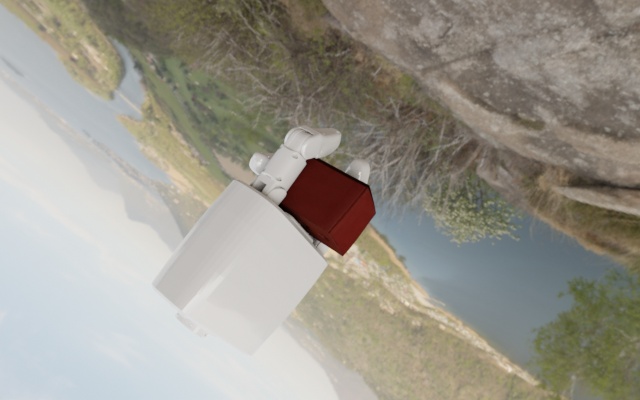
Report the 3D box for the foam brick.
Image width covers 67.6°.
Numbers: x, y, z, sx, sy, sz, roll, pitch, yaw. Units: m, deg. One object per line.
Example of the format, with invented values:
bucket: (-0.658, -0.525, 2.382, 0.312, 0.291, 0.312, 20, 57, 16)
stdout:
foam brick: (0.000, 0.001, 0.408, 0.078, 0.051, 0.053, 31, -17, 28)
